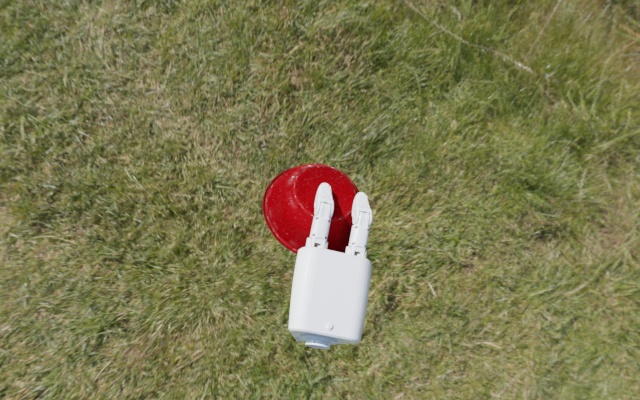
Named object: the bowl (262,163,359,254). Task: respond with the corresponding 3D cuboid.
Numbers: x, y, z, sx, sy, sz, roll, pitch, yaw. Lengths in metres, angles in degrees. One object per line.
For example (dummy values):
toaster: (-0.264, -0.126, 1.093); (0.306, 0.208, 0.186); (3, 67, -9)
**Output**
bowl: (0.000, 0.001, 0.693); (0.162, 0.162, 0.055); (0, -31, -18)
